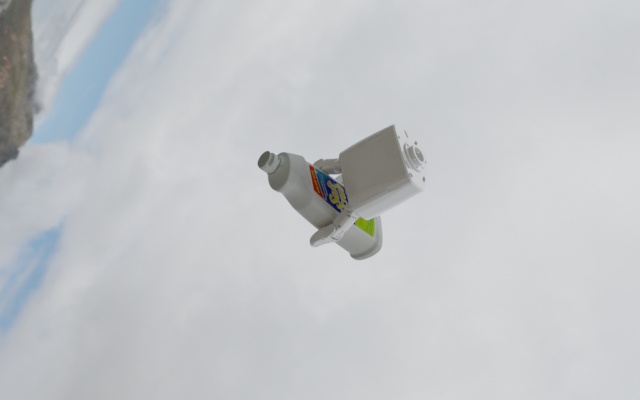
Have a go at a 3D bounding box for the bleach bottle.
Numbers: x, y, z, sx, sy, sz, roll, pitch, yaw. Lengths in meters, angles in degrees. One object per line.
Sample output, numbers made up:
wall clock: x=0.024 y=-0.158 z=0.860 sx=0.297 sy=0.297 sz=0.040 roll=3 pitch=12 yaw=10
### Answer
bleach bottle: x=0.000 y=0.002 z=0.771 sx=0.068 sy=0.102 sz=0.251 roll=-28 pitch=-45 yaw=33
